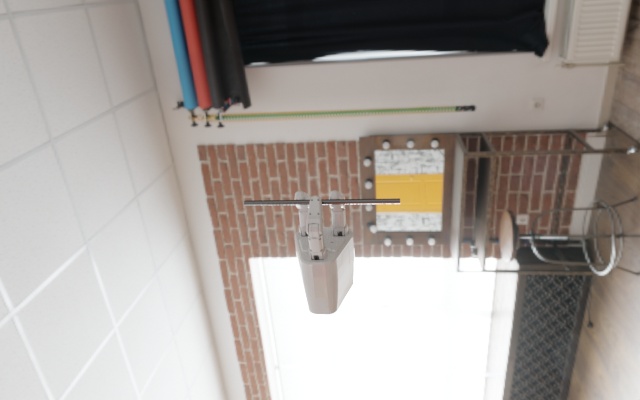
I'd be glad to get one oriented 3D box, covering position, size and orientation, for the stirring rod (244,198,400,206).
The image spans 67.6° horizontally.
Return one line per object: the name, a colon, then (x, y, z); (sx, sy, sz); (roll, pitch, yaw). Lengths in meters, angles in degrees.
stirring rod: (0.000, 0.002, 0.731); (0.239, 0.011, 0.011); (-1, 0, 9)
